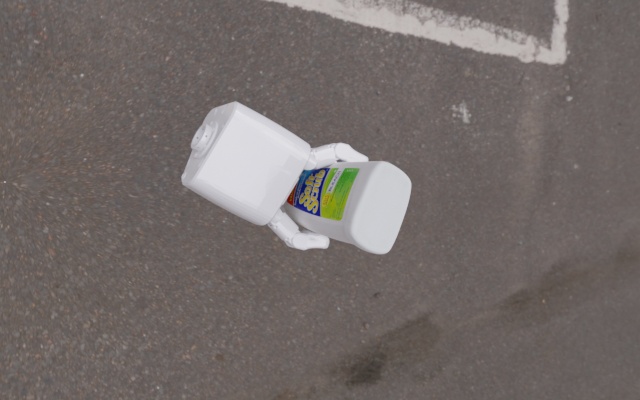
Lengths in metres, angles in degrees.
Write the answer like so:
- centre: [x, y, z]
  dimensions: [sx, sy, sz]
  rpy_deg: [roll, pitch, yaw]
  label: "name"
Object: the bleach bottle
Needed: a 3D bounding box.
- centre: [0.000, 0.002, 0.616]
  dimensions: [0.068, 0.102, 0.251]
  rpy_deg: [29, -14, -31]
  label: "bleach bottle"
